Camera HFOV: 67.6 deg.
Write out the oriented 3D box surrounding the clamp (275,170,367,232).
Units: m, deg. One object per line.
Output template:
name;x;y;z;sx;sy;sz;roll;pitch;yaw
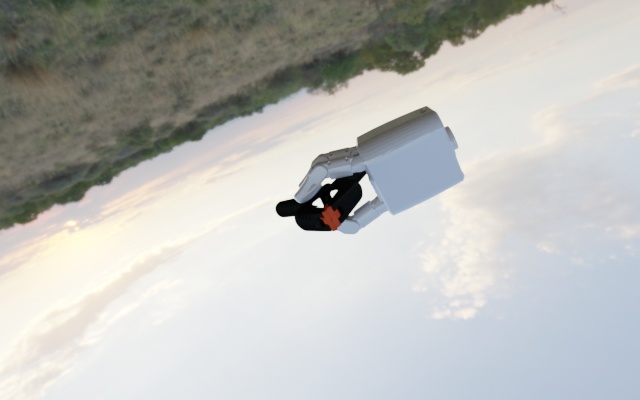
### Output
clamp;0.001;0.003;0.641;0.164;0.036;0.210;-29;13;11
